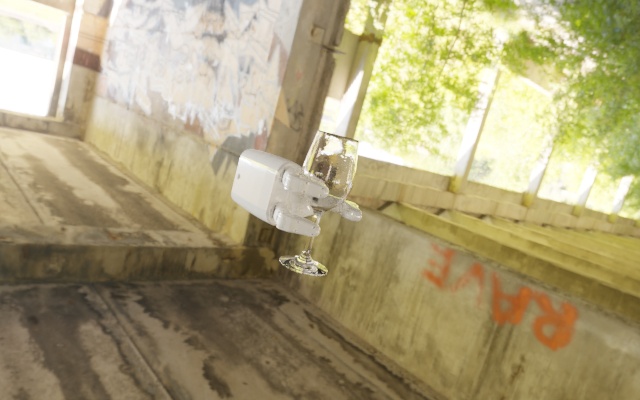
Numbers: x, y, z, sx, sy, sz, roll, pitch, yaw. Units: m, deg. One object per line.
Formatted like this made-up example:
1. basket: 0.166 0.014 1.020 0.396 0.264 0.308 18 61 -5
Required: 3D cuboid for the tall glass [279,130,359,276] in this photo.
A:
1. tall glass: 0.000 0.003 0.695 0.079 0.201 0.079 15 9 -2
